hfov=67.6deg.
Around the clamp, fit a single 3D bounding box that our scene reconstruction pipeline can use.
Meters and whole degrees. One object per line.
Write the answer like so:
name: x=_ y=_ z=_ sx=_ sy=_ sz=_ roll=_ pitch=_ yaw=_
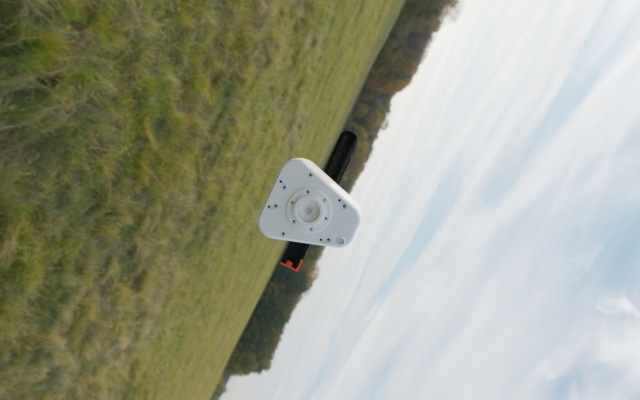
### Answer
clamp: x=0.001 y=0.003 z=0.708 sx=0.036 sy=0.210 sz=0.164 roll=25 pitch=3 yaw=3
